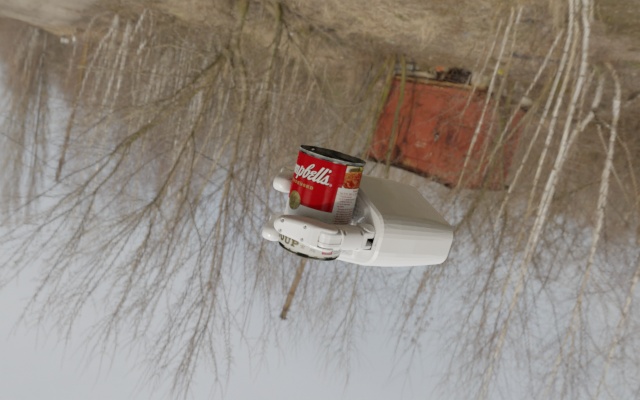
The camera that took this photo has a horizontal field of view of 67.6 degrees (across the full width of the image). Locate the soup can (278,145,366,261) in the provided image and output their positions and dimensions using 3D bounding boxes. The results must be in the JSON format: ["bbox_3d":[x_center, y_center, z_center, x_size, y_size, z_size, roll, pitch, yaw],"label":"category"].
[{"bbox_3d":[0.000,0.002,0.484,0.068,0.102,0.068,14,13,-3],"label":"soup can"}]
